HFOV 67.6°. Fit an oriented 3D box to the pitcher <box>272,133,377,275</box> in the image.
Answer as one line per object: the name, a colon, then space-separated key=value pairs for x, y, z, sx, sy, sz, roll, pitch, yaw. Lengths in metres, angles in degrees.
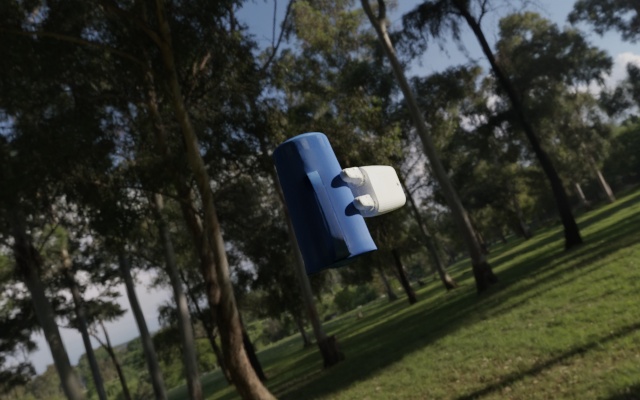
pitcher: x=0.000 y=0.003 z=0.860 sx=0.145 sy=0.243 sz=0.149 roll=-10 pitch=-14 yaw=-47
